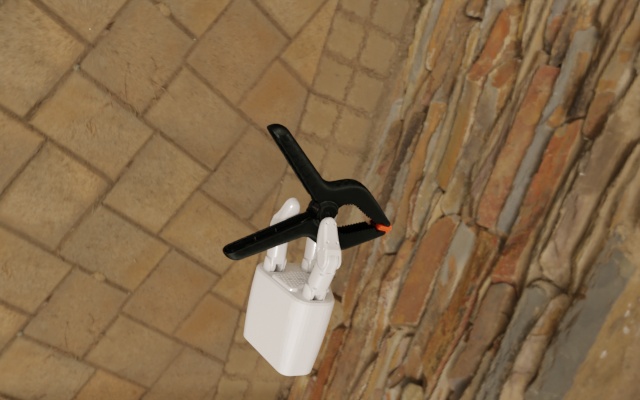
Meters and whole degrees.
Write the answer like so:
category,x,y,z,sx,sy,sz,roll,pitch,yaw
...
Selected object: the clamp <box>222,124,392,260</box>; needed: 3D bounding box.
category,x,y,z,sx,sy,sz,roll,pitch,yaw
clamp,0.001,0.002,0.574,0.210,0.164,0.036,7,19,-28
